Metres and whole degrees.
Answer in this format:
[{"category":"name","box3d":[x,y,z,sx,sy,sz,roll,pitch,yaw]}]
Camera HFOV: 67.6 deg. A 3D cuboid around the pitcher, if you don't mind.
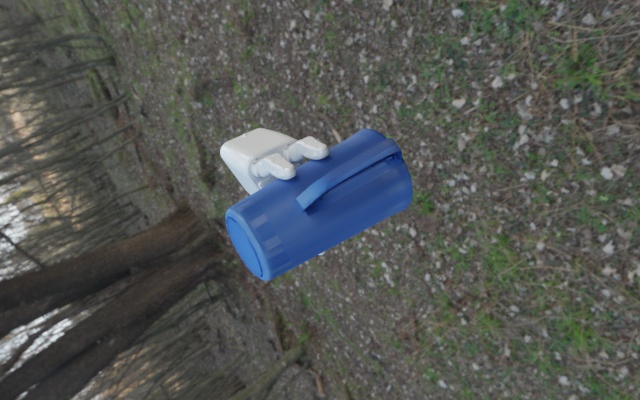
[{"category":"pitcher","box3d":[0.000,0.002,0.652,0.243,0.149,0.145,-29,34,-23]}]
